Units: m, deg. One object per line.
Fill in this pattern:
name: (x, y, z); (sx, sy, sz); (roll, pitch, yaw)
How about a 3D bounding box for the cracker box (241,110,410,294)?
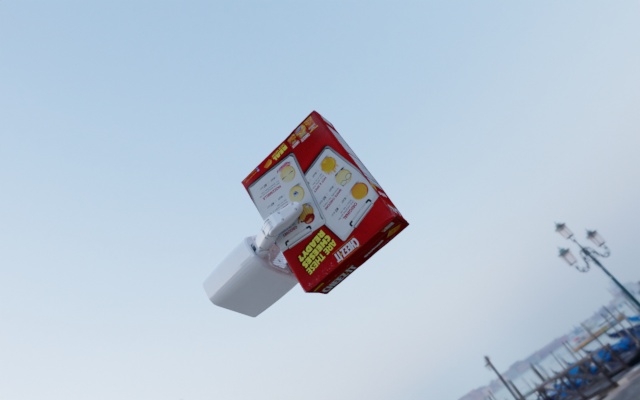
cracker box: (0.000, 0.002, 0.697); (0.164, 0.213, 0.072); (-43, -29, 15)
